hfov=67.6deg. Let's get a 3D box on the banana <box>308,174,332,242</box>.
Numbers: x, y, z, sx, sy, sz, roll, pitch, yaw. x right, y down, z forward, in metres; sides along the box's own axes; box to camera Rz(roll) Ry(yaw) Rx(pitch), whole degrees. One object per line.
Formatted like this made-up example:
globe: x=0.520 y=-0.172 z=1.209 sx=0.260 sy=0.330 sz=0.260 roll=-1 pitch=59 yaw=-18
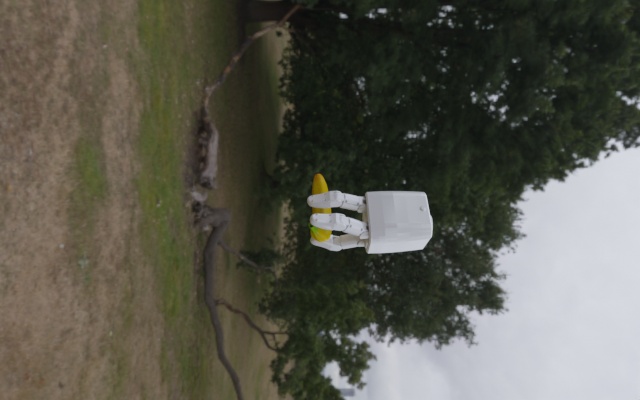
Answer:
banana: x=0.001 y=0.021 z=0.881 sx=0.037 sy=0.070 sz=0.197 roll=-3 pitch=28 yaw=2
